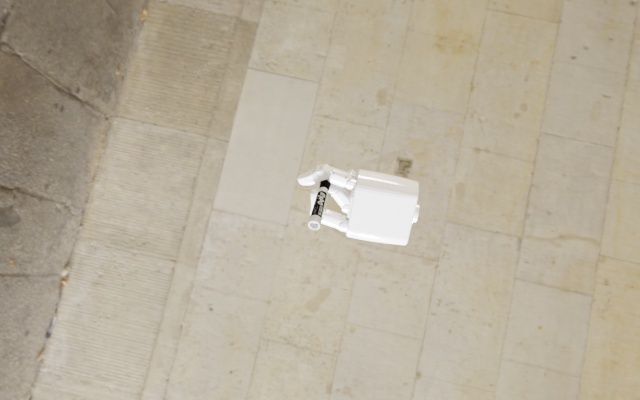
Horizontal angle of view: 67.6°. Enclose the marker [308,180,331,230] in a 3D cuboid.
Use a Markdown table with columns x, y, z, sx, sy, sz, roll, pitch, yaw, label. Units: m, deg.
| x | y | z | sx | sy | sz | roll | pitch | yaw | label |
| --- | --- | --- | --- | --- | --- | --- | --- | --- | --- |
| 0.000 | 0.002 | 0.767 | 0.020 | 0.020 | 0.121 | 0 | 36 | 11 | marker |
